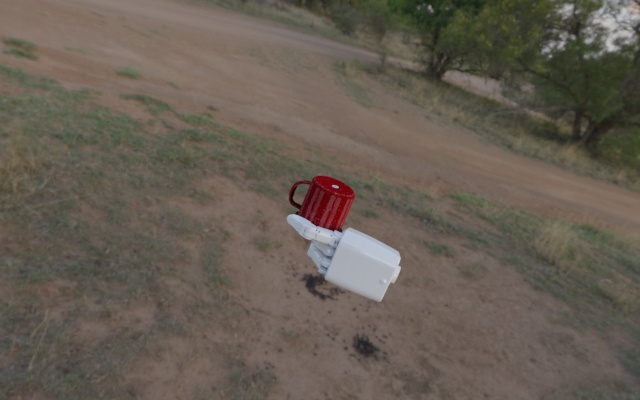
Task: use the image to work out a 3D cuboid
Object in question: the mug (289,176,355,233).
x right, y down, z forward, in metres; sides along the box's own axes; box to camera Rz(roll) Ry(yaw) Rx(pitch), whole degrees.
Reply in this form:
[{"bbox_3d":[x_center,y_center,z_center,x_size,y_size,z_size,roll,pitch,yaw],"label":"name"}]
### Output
[{"bbox_3d":[-0.001,0.002,0.856,0.117,0.081,0.093,25,20,6],"label":"mug"}]
